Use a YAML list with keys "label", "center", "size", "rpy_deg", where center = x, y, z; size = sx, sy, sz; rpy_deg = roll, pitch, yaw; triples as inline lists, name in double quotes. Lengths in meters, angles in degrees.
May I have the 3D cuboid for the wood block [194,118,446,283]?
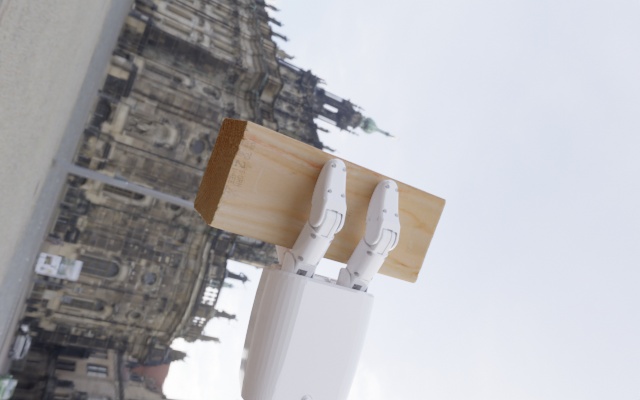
- label: "wood block"
  center: [0.000, 0.002, 0.450]
  size: [0.206, 0.090, 0.091]
  rpy_deg: [19, 2, -26]
